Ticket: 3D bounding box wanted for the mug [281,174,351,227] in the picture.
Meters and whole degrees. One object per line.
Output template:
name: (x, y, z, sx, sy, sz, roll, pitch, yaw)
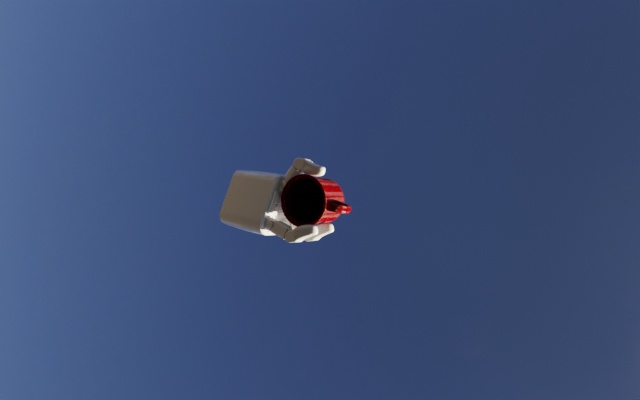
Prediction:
mug: (0.001, 0.003, 0.845, 0.117, 0.093, 0.081, 12, 6, 30)
